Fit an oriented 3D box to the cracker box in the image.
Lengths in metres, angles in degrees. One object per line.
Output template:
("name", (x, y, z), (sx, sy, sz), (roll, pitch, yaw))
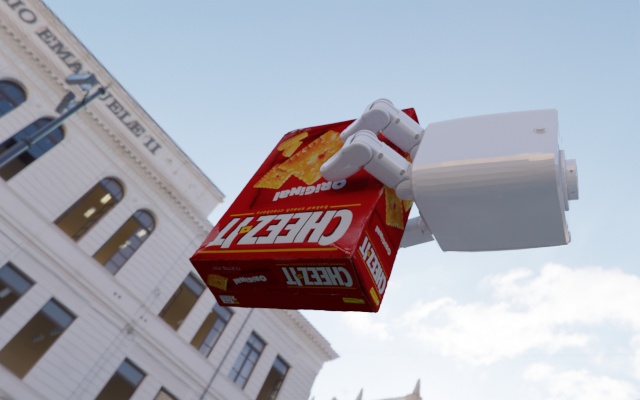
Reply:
("cracker box", (0.000, 0.002, 0.461), (0.164, 0.072, 0.213), (-6, 36, 31))
